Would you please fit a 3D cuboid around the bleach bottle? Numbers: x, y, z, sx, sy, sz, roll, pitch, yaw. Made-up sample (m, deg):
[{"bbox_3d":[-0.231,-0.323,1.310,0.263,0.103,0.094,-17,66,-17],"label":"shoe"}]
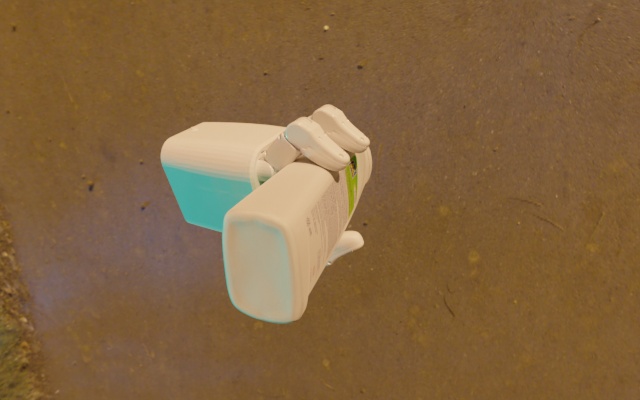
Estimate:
[{"bbox_3d":[0.000,0.001,0.462,0.068,0.103,0.250,9,27,20],"label":"bleach bottle"}]
